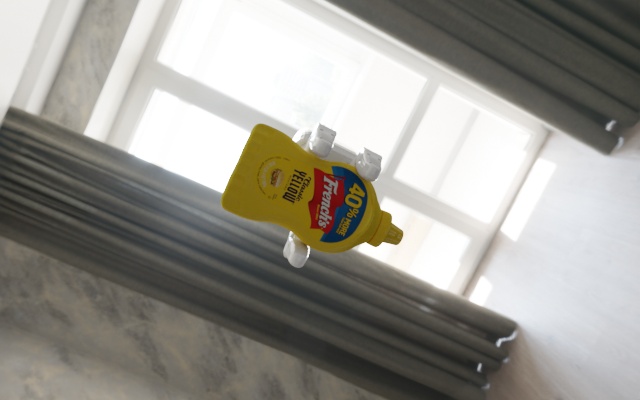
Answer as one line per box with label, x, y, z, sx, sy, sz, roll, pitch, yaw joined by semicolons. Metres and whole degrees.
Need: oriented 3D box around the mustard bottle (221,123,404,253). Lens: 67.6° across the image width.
mustard bottle;0.000;0.002;0.502;0.191;0.096;0.058;25;-10;-9
